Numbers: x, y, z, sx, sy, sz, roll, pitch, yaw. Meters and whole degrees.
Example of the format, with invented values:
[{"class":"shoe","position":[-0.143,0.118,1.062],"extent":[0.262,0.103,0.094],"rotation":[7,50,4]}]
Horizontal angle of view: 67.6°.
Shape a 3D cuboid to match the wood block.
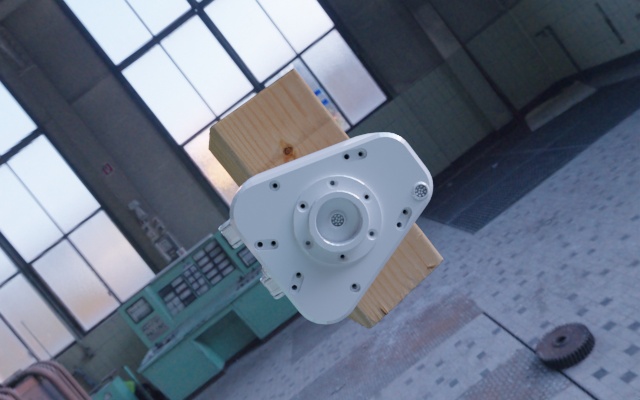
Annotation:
[{"class":"wood block","position":[0.000,0.001,0.431],"extent":[0.091,0.206,0.090],"rotation":[-39,4,-14]}]
